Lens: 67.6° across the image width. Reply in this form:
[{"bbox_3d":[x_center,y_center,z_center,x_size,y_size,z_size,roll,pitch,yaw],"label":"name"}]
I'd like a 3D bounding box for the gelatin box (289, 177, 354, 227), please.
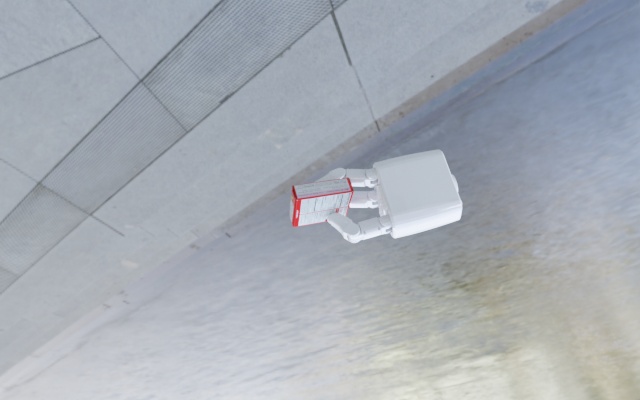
[{"bbox_3d":[0.000,0.003,0.716,0.089,0.030,0.073,-10,-33,-14],"label":"gelatin box"}]
